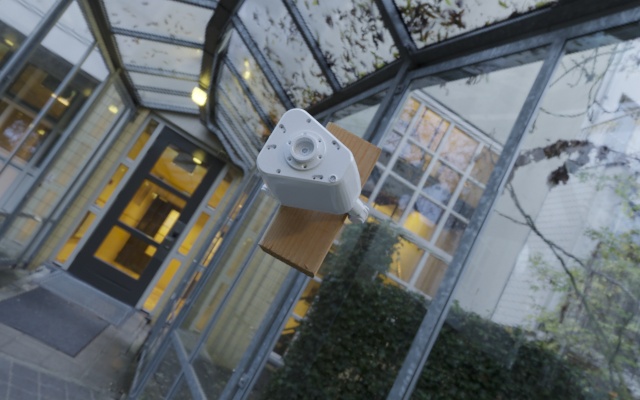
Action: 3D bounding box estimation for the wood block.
[{"bbox_3d":[0.000,0.002,0.714,0.091,0.206,0.090,29,-12,4],"label":"wood block"}]
